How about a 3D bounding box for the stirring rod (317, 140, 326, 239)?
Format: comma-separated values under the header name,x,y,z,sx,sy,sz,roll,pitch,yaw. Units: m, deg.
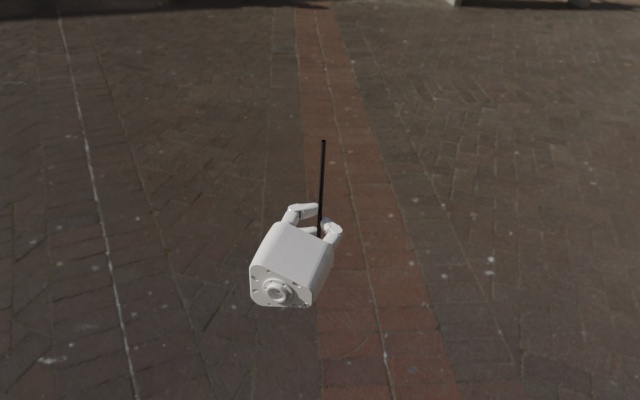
name,x,y,z,sx,sy,sz,roll,pitch,yaw
stirring rod,0.000,0.003,0.836,0.011,0.240,0.011,2,35,-1
